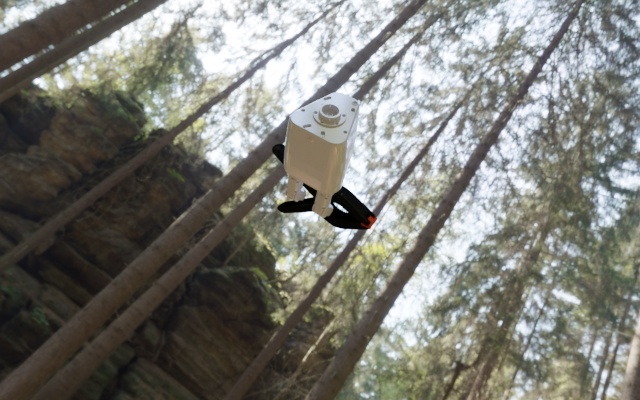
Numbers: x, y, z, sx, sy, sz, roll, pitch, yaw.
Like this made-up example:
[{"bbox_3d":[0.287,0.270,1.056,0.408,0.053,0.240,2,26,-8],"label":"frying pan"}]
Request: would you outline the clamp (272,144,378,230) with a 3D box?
[{"bbox_3d":[0.001,0.002,0.849,0.210,0.036,0.165,29,-36,15],"label":"clamp"}]
